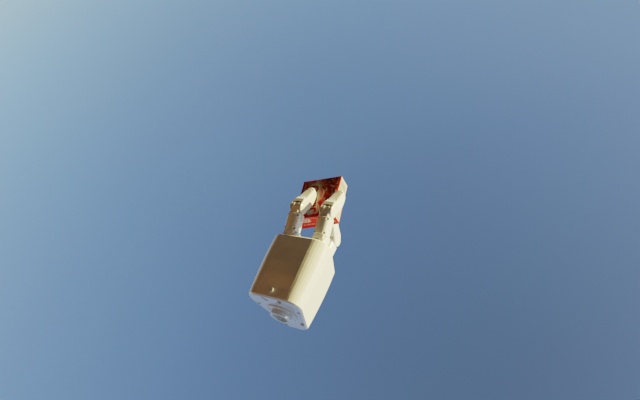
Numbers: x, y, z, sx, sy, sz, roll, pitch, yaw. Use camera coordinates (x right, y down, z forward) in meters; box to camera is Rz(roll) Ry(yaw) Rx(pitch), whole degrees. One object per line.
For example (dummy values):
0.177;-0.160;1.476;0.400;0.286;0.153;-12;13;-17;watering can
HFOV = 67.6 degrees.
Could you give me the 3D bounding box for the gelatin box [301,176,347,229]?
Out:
0.000;0.003;0.803;0.073;0.089;0.030;-8;-45;25;gelatin box
